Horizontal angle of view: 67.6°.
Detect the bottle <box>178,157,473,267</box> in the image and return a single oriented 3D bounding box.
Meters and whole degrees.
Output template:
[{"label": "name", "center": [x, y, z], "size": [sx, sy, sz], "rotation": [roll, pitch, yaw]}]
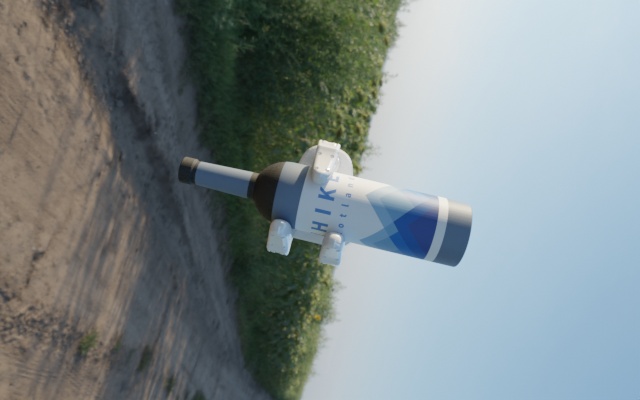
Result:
[{"label": "bottle", "center": [0.000, 0.002, 0.491], "size": [0.296, 0.069, 0.069], "rotation": [13, 0, 2]}]
